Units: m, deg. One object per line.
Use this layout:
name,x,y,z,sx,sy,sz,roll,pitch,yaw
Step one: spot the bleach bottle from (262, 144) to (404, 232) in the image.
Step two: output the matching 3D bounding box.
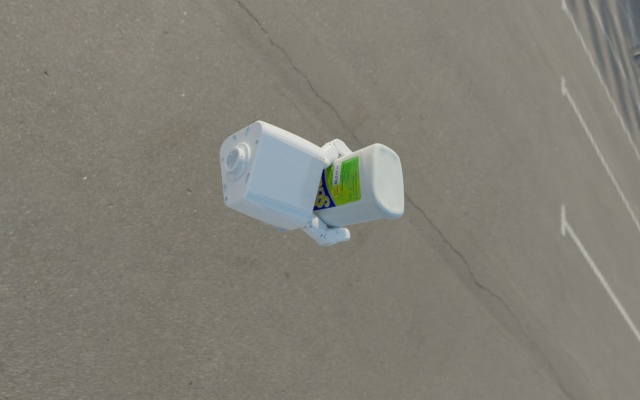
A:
bleach bottle,0.000,0.002,0.699,0.251,0.102,0.068,-19,-29,40
